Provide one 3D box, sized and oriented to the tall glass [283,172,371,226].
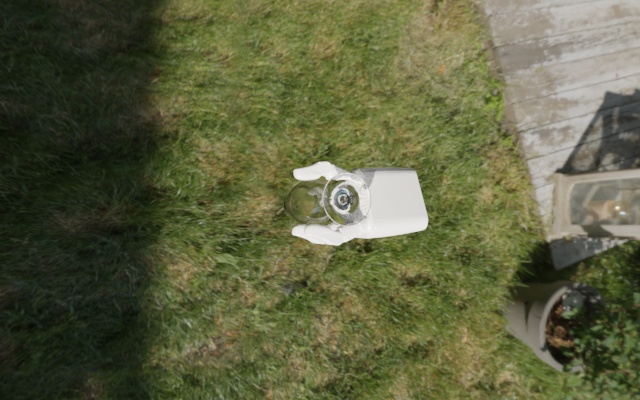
[{"bbox_3d":[0.000,0.002,0.746,0.079,0.079,0.201,0,-2,-22],"label":"tall glass"}]
